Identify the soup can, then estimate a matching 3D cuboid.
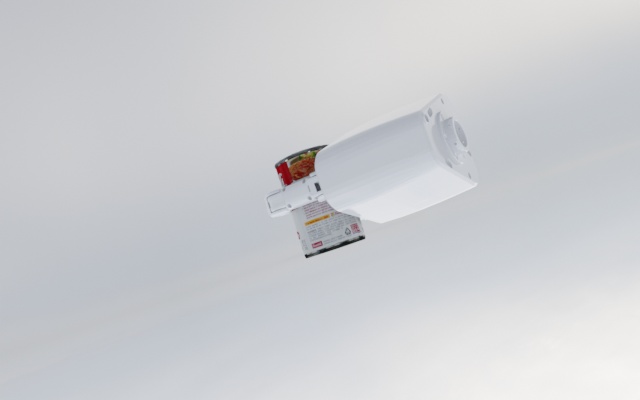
[{"bbox_3d":[0.000,0.002,0.495,0.068,0.102,0.068,-18,-5,-2],"label":"soup can"}]
